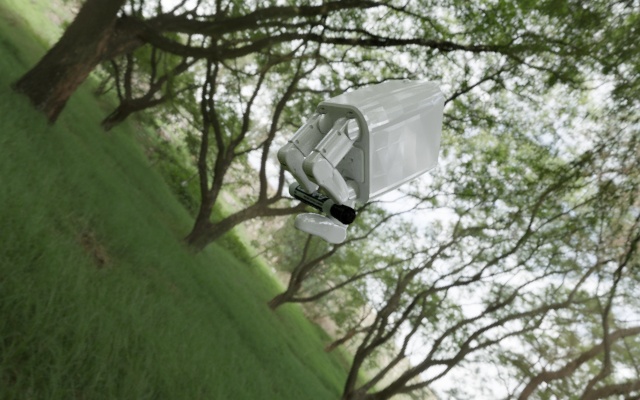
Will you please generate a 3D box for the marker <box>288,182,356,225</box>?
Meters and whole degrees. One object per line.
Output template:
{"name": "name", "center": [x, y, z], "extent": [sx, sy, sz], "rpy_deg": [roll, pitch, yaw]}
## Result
{"name": "marker", "center": [0.000, 0.002, 0.515], "extent": [0.020, 0.020, 0.121], "rpy_deg": [0, 14, -31]}
